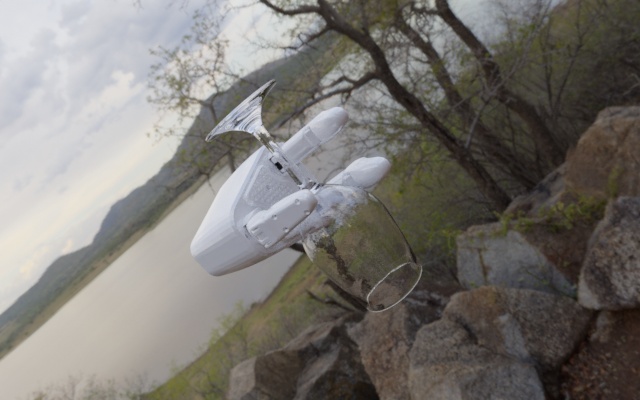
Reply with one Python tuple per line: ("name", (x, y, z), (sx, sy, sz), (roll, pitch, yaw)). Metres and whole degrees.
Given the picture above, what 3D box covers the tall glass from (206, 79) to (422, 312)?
("tall glass", (0.000, 0.001, 0.401), (0.079, 0.201, 0.079), (-40, 10, 8))
